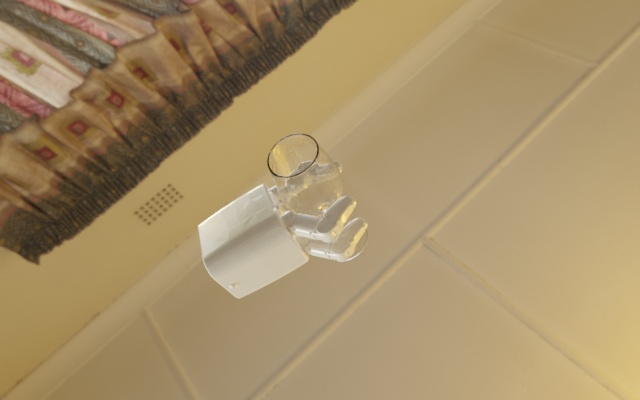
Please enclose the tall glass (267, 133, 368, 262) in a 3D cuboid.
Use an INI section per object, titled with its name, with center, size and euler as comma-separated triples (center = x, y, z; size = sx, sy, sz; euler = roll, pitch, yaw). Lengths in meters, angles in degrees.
[tall glass]
center = 0.000, 0.002, 0.607
size = 0.079, 0.079, 0.201
euler = 0, -32, 22
